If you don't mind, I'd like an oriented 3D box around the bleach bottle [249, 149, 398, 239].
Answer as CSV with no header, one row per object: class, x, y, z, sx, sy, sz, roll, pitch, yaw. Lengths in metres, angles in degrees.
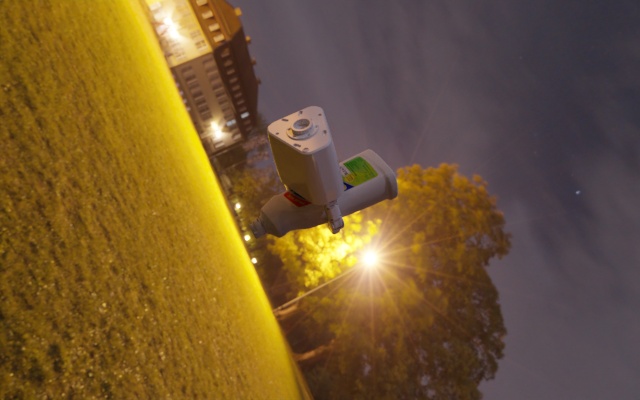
bleach bottle,0.000,0.003,0.817,0.251,0.068,0.102,-26,46,-10
